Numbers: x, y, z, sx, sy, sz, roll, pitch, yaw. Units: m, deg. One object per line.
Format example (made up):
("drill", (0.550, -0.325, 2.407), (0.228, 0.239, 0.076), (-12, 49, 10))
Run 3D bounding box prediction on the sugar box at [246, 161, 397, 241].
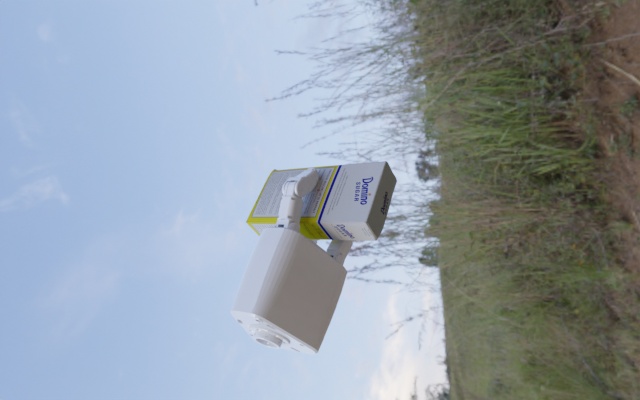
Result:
("sugar box", (0.000, 0.002, 0.601), (0.176, 0.093, 0.048), (1, -37, 32))
